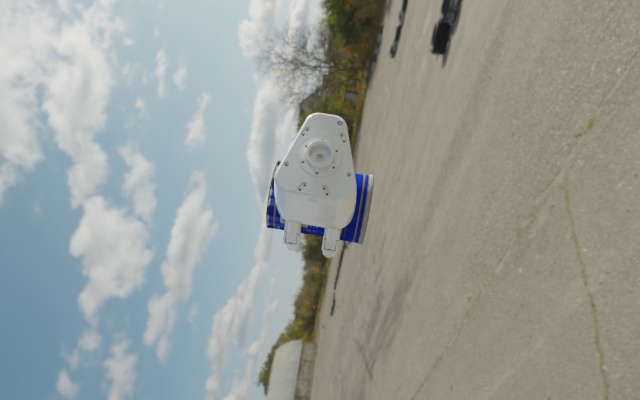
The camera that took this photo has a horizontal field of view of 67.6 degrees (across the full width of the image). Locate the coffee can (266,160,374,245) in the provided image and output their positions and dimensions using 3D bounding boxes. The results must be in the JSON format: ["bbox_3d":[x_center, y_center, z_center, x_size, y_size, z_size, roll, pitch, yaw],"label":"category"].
[{"bbox_3d":[0.000,0.002,0.698,0.140,0.103,0.103,10,0,2],"label":"coffee can"}]
